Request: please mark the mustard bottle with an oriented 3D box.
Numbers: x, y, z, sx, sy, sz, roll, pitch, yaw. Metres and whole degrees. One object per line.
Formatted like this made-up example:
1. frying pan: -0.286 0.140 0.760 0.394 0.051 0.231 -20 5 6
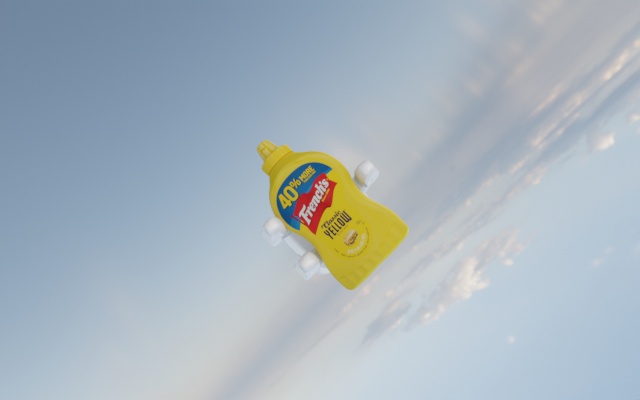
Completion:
1. mustard bottle: 0.000 0.002 0.538 0.191 0.096 0.058 44 12 9
